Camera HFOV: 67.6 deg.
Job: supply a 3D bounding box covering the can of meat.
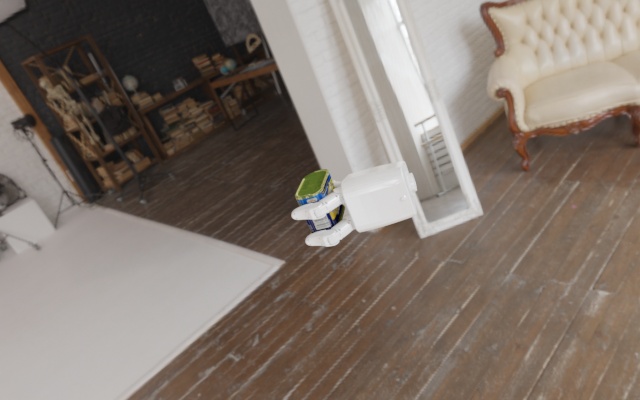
[{"bbox_3d":[0.000,0.002,0.857,0.057,0.084,0.102,-14,26,19],"label":"can of meat"}]
